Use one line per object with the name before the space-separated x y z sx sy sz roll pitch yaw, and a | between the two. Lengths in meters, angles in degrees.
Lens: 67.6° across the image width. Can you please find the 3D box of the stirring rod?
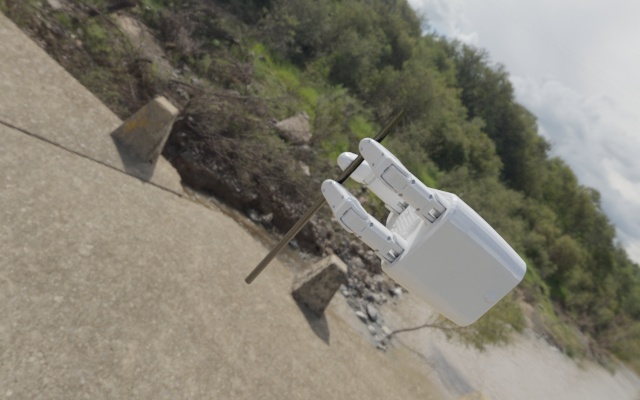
stirring rod | 0.000 0.002 0.480 0.011 0.239 0.011 39 16 -13
